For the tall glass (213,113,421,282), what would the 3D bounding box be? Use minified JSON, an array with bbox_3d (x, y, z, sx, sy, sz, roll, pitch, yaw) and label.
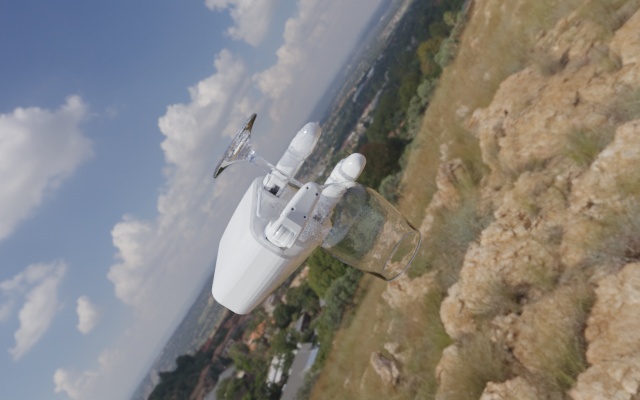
[{"bbox_3d":[0.000,0.001,0.469,0.201,0.079,0.079,33,-4,-7],"label":"tall glass"}]
